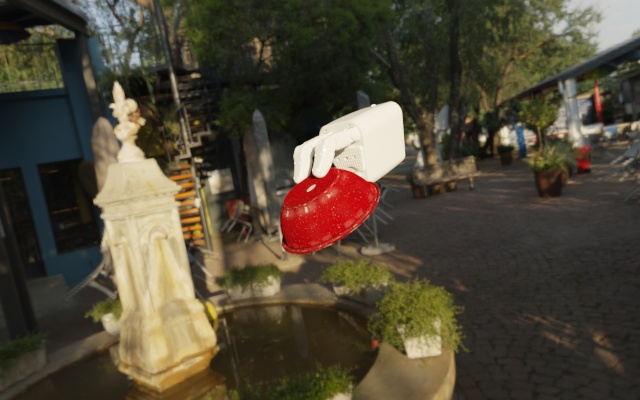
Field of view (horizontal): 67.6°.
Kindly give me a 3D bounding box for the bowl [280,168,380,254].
[{"bbox_3d":[-0.001,0.003,0.672,0.162,0.055,0.162,-28,23,13],"label":"bowl"}]
